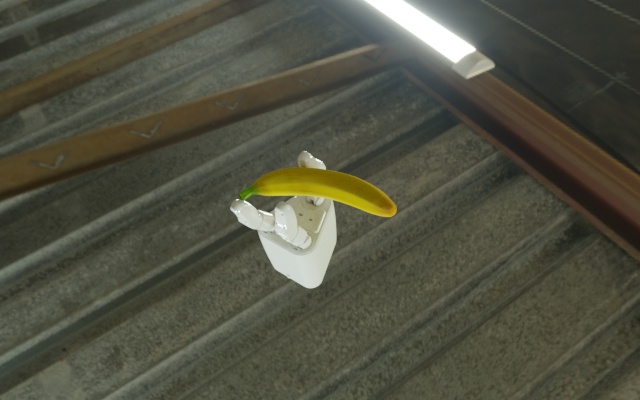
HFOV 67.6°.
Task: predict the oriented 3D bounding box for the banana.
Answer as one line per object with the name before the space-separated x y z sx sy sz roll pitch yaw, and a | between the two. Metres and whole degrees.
banana | 0.000 -0.012 0.612 0.198 0.069 0.037 5 -41 11
